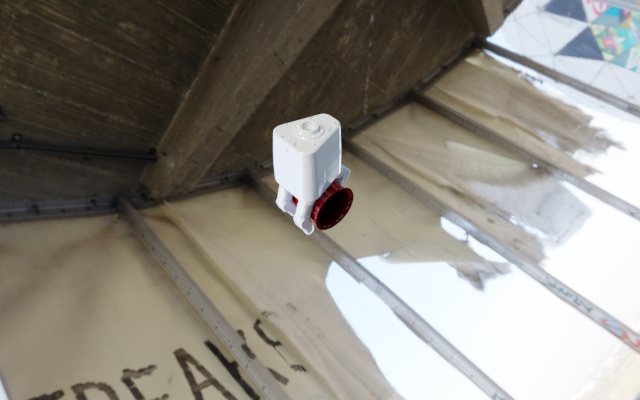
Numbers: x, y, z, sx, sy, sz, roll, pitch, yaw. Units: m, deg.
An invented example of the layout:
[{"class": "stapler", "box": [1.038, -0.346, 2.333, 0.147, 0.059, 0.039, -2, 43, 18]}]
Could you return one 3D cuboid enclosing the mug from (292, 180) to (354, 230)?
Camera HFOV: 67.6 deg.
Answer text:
[{"class": "mug", "box": [0.000, 0.004, 0.896, 0.093, 0.117, 0.081, -30, 53, -28]}]
